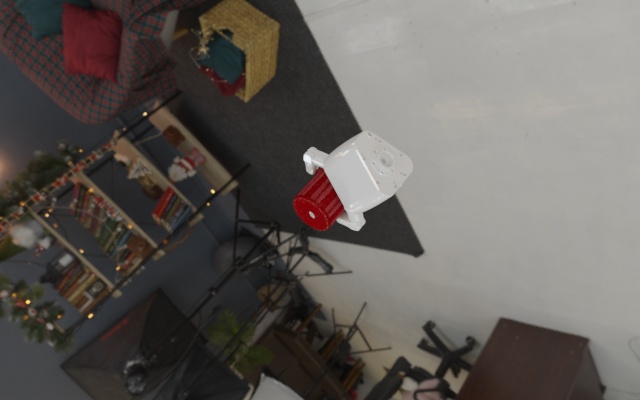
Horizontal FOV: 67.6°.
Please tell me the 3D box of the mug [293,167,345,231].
[{"bbox_3d":[-0.001,0.003,0.873,0.081,0.093,0.117,-48,7,-30],"label":"mug"}]
